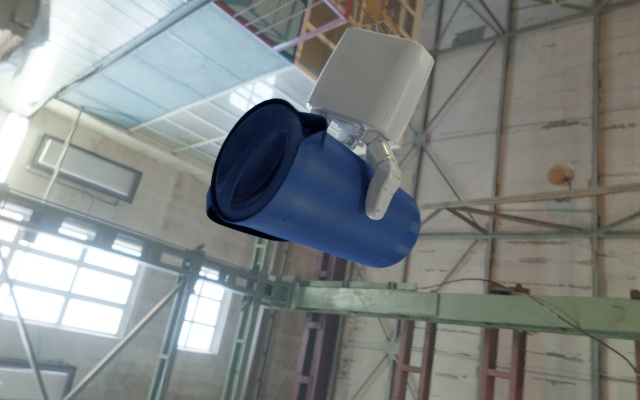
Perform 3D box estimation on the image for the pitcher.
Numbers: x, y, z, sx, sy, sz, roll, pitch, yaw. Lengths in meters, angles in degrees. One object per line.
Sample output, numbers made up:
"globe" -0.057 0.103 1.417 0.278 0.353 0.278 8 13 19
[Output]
"pitcher" 0.000 0.002 0.550 0.243 0.145 0.149 27 -4 -41
